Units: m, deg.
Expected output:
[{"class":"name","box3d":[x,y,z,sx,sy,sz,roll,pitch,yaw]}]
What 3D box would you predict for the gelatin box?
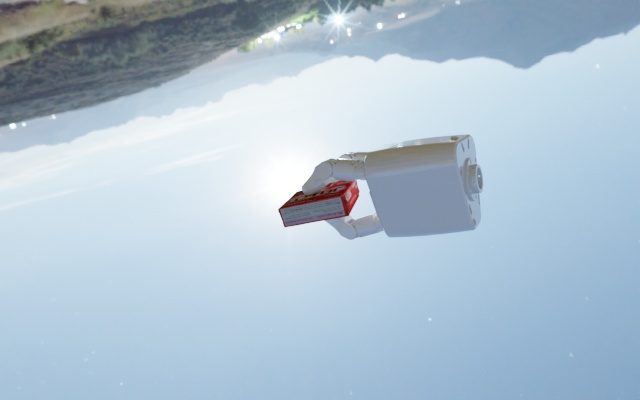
[{"class":"gelatin box","box3d":[0.000,0.002,0.611,0.089,0.030,0.073,-12,15,20]}]
